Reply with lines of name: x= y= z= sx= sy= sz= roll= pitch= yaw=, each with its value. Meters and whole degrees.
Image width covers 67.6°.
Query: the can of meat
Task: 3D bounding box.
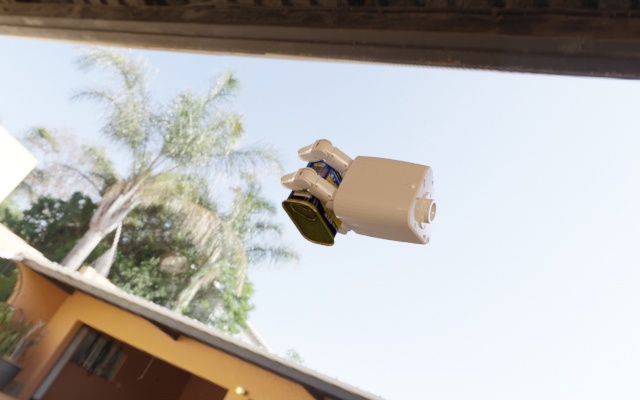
can of meat: x=0.000 y=0.002 z=0.689 sx=0.057 sy=0.084 sz=0.102 roll=7 pitch=-35 yaw=34
